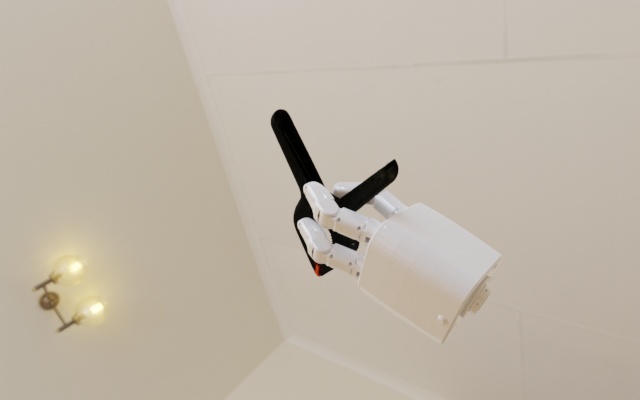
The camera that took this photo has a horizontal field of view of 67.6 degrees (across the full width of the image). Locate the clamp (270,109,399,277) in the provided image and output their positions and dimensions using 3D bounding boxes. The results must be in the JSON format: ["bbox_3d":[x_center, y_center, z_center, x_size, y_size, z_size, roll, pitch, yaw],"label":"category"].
[{"bbox_3d":[0.001,0.002,0.559,0.164,0.210,0.036,35,48,25],"label":"clamp"}]
